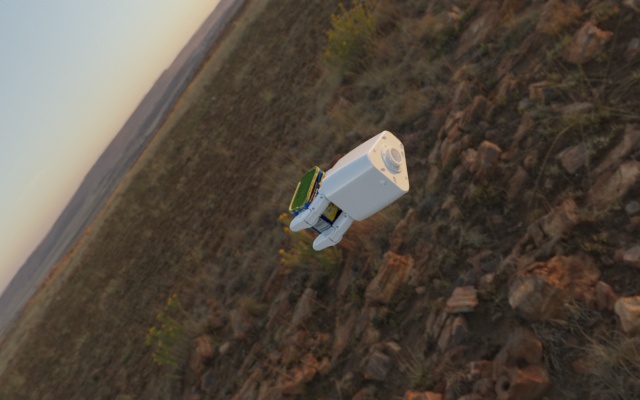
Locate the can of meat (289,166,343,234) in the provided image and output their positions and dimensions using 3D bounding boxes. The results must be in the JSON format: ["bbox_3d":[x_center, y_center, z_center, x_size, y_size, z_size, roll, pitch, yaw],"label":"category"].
[{"bbox_3d":[0.000,0.003,0.836,0.084,0.102,0.057,38,-43,-23],"label":"can of meat"}]
